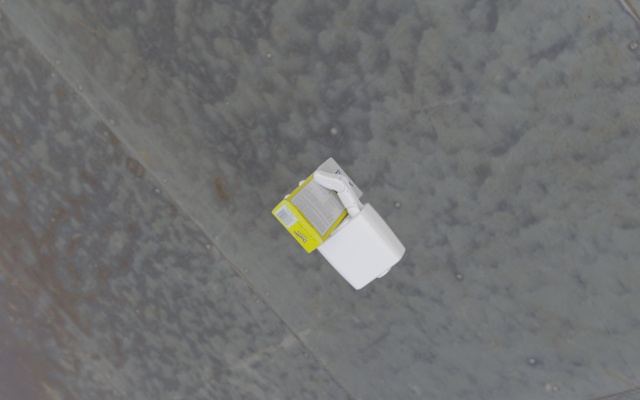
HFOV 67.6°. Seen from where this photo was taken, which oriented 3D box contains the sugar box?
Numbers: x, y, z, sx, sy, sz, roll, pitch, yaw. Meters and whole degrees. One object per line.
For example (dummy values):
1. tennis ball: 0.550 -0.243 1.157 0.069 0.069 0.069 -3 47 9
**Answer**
1. sugar box: 0.000 0.003 0.819 0.048 0.093 0.176 -38 4 36
